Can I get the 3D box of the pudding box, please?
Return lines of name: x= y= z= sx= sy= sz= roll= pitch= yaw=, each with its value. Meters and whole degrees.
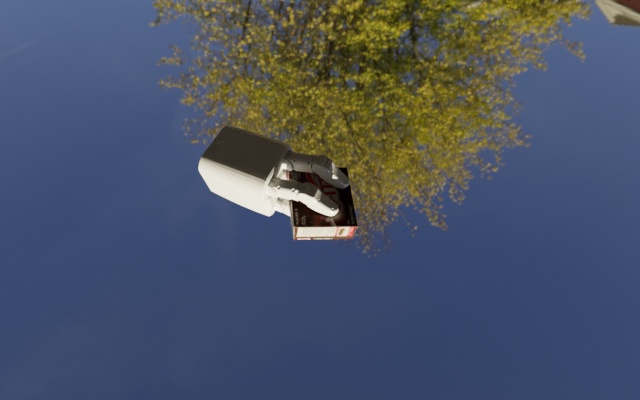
pudding box: x=0.000 y=0.002 z=0.693 sx=0.090 sy=0.113 sz=0.039 roll=-1 pitch=-35 yaw=-10
